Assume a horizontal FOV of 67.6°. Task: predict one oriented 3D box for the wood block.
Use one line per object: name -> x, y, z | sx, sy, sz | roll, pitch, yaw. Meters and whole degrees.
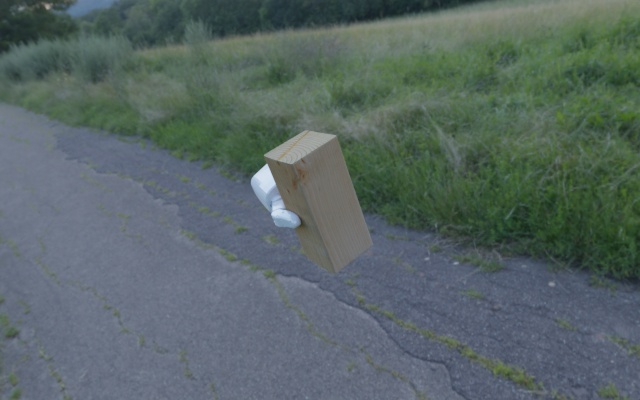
wood block -> 0.000, 0.002, 0.775 | 0.091, 0.206, 0.090 | -34, 30, -23
